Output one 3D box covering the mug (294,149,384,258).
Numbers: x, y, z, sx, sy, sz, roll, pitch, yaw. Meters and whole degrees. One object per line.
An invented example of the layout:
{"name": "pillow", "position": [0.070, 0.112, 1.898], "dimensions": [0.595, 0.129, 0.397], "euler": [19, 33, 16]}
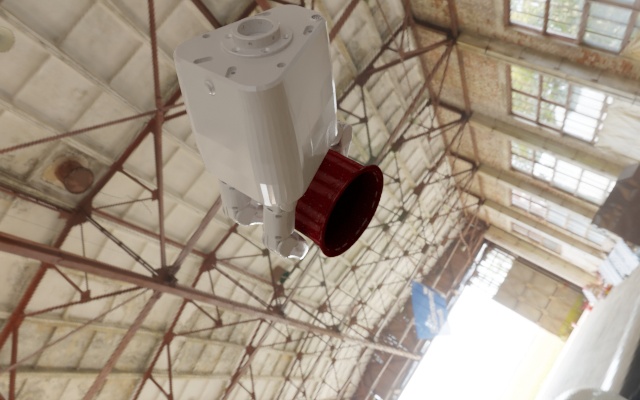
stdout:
{"name": "mug", "position": [0.000, 0.002, 0.456], "dimensions": [0.081, 0.117, 0.093], "euler": [30, 55, 28]}
